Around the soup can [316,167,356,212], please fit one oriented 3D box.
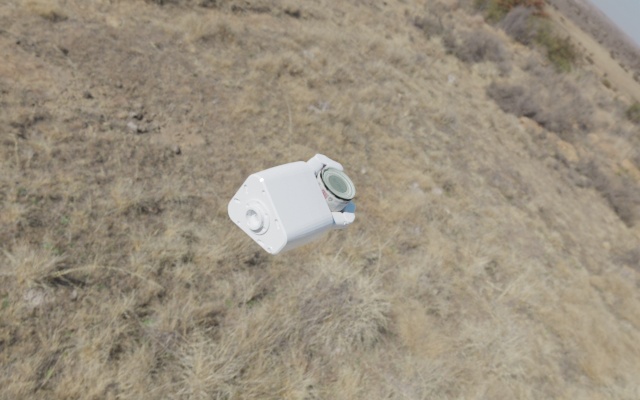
[{"bbox_3d":[0.001,0.002,0.767,0.068,0.068,0.102,0,-37,-44],"label":"soup can"}]
